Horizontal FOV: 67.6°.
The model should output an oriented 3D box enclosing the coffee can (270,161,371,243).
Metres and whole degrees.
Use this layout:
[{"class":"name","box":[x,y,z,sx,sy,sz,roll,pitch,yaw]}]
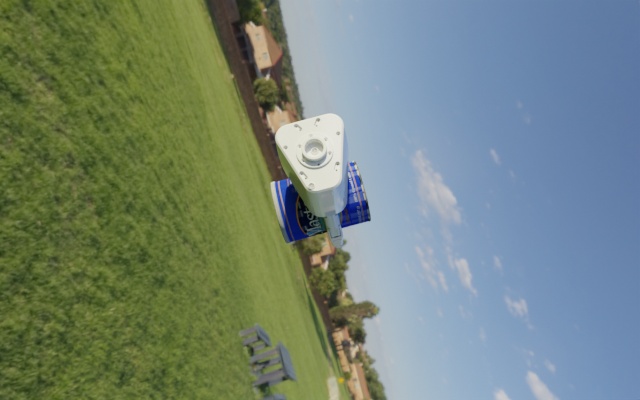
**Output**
[{"class":"coffee can","box":[0.000,0.003,0.773,0.140,0.103,0.103,-15,0,0]}]
